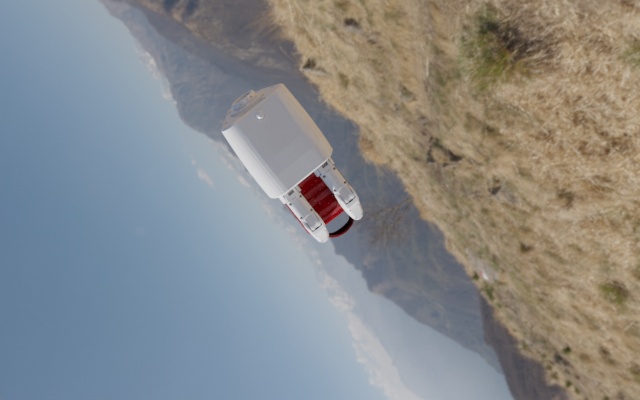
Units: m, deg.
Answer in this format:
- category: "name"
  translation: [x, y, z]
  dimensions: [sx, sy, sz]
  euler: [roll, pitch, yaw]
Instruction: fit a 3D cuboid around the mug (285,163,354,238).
- category: "mug"
  translation: [0.001, 0.003, 0.669]
  dimensions: [0.081, 0.117, 0.093]
  euler: [-38, 22, -4]
